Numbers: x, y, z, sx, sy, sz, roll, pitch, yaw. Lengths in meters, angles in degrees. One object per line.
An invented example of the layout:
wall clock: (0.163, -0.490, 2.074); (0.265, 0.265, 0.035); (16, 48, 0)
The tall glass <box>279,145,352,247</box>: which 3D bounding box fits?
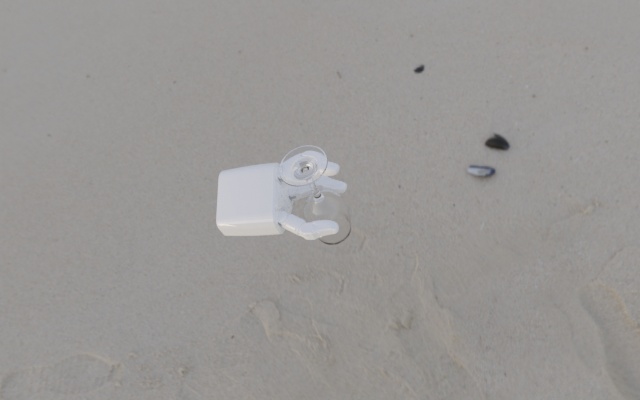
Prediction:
tall glass: (0.000, 0.002, 0.773); (0.079, 0.079, 0.201); (0, -33, 18)
